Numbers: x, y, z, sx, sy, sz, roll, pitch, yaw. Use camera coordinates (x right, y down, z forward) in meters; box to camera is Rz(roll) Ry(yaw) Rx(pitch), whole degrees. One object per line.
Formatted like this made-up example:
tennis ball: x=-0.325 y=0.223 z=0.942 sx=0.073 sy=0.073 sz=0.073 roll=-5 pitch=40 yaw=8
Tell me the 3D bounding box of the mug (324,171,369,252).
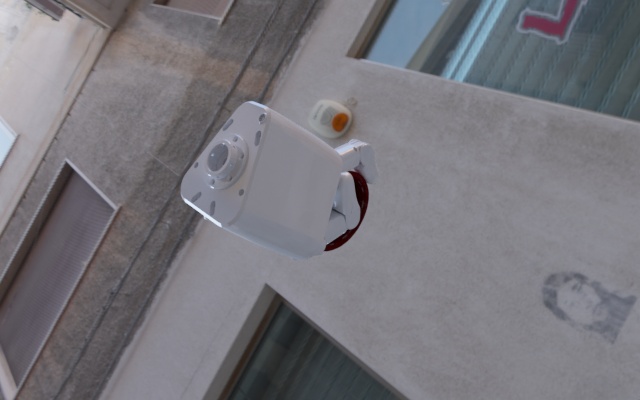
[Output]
mug: x=0.001 y=0.002 z=0.544 sx=0.081 sy=0.093 sz=0.117 roll=29 pitch=-1 yaw=40
